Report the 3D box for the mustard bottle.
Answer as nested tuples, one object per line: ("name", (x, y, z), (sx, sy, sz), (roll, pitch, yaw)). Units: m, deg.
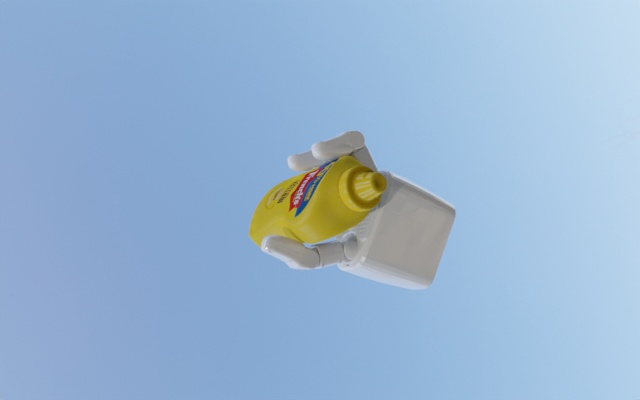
("mustard bottle", (0.000, 0.001, 0.486), (0.058, 0.096, 0.191), (46, -30, -17))
